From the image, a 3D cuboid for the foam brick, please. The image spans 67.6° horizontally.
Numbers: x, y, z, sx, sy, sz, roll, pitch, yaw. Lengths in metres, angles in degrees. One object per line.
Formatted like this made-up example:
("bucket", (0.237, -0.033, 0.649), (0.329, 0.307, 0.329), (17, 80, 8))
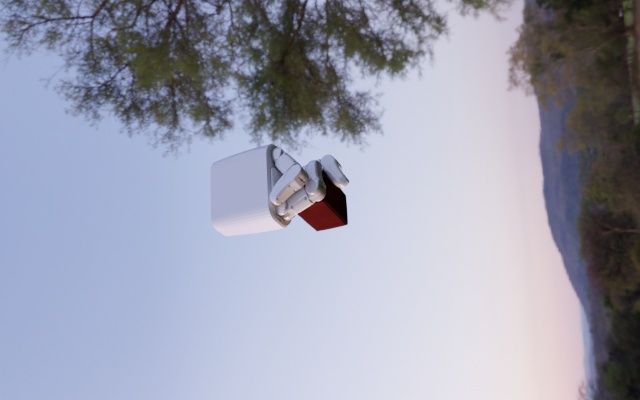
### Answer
("foam brick", (0.000, 0.002, 0.691), (0.051, 0.053, 0.078), (-16, -36, 23))
